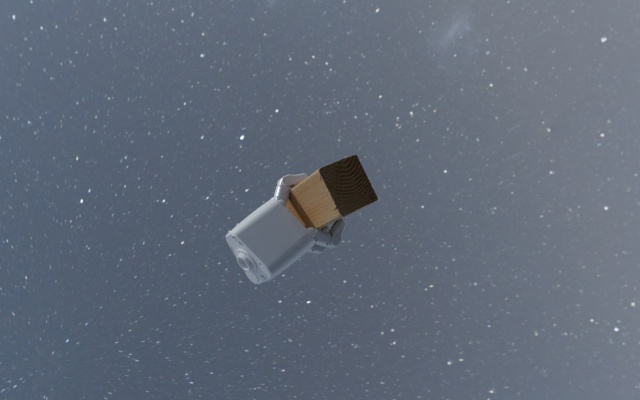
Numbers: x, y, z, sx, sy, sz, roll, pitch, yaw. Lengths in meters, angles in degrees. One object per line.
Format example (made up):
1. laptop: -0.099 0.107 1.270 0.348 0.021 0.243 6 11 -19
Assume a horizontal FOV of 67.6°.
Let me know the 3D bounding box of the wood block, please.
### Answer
1. wood block: 0.000 0.003 0.886 0.090 0.091 0.206 -24 -4 -34
